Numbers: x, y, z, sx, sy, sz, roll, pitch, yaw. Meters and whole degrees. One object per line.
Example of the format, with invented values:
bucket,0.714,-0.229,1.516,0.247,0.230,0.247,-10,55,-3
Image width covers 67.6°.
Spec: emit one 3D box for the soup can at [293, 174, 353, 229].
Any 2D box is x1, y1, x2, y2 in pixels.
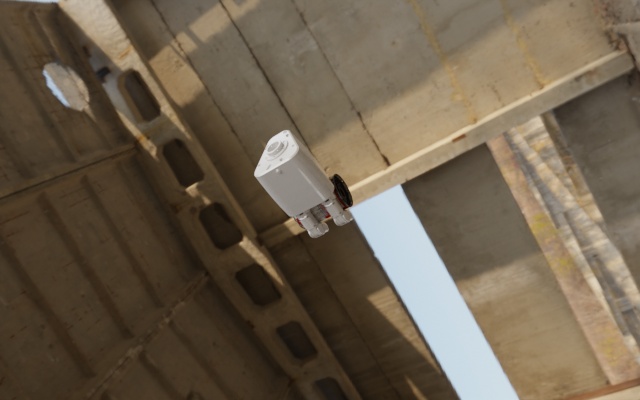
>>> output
soup can,0.000,0.003,0.890,0.102,0.068,0.068,-27,-10,20
